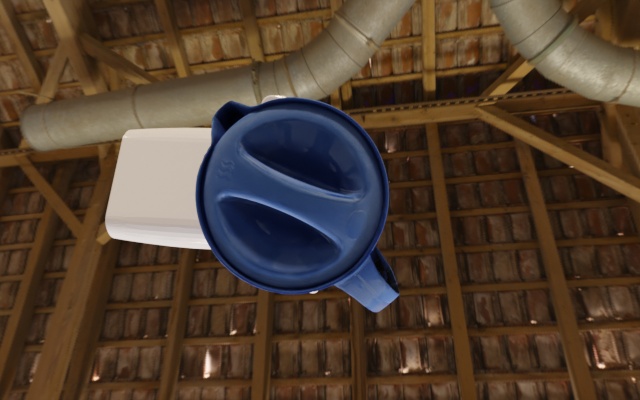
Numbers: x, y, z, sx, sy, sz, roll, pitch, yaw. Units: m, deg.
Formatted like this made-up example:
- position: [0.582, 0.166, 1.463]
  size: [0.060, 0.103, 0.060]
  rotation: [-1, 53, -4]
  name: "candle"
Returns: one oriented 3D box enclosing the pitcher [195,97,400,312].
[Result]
- position: [0.000, 0.001, 0.433]
  size: [0.145, 0.149, 0.243]
  rotation: [3, 3, 8]
  name: "pitcher"
